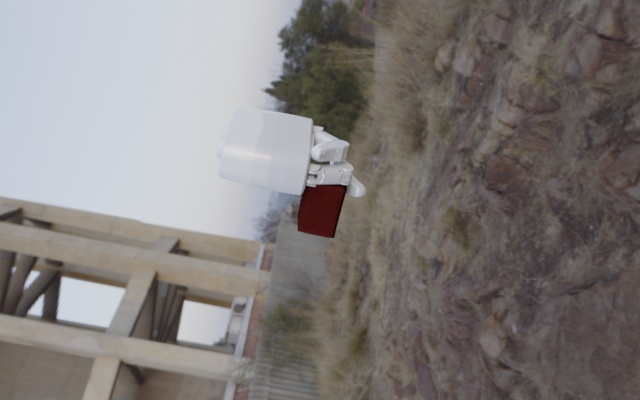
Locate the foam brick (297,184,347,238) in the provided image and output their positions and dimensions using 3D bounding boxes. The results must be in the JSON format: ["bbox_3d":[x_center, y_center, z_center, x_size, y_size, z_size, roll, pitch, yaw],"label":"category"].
[{"bbox_3d":[0.000,0.002,0.646,0.051,0.078,0.053,9,25,-9],"label":"foam brick"}]
